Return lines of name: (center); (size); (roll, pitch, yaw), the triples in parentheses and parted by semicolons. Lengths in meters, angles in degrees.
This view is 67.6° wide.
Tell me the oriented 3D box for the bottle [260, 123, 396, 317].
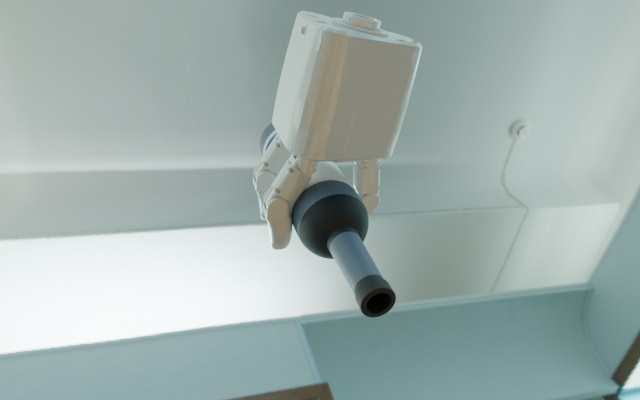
bottle: (0.000, 0.001, 0.461); (0.069, 0.069, 0.295); (0, 29, -19)
